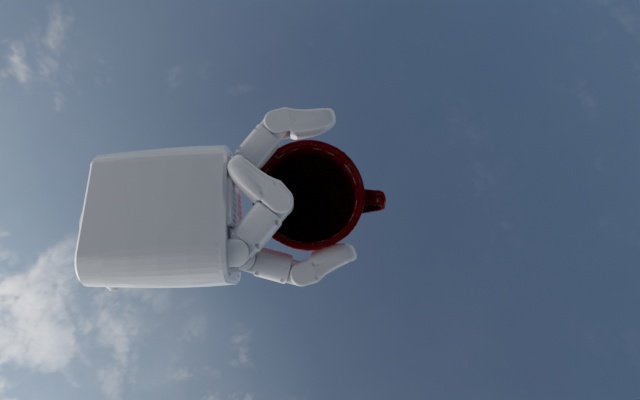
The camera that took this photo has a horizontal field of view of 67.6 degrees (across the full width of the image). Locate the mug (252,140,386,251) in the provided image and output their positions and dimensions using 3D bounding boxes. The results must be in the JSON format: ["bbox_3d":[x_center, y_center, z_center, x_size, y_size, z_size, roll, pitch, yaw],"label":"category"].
[{"bbox_3d":[0.001,0.001,0.432,0.117,0.093,0.081,-3,-11,-4],"label":"mug"}]
